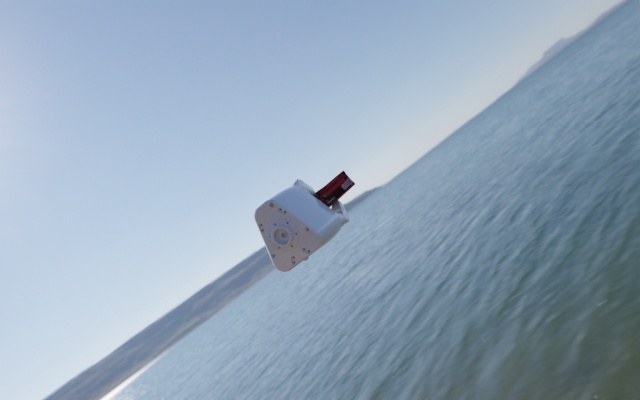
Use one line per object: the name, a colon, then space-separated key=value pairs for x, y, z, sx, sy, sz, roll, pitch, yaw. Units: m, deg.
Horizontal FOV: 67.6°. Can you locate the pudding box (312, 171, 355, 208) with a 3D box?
pudding box: x=0.000 y=0.003 z=0.865 sx=0.090 sy=0.039 sz=0.113 roll=-39 pitch=0 yaw=-41
